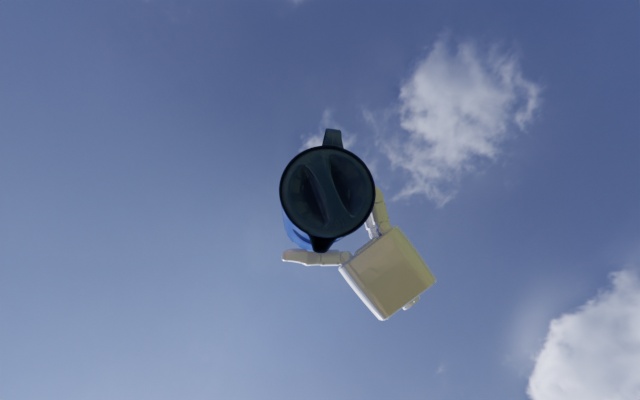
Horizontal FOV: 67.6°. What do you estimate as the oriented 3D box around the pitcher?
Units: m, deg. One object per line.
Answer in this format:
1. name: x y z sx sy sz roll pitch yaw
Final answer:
1. pitcher: 0.000 0.003 0.764 0.149 0.145 0.243 -39 -6 -13
